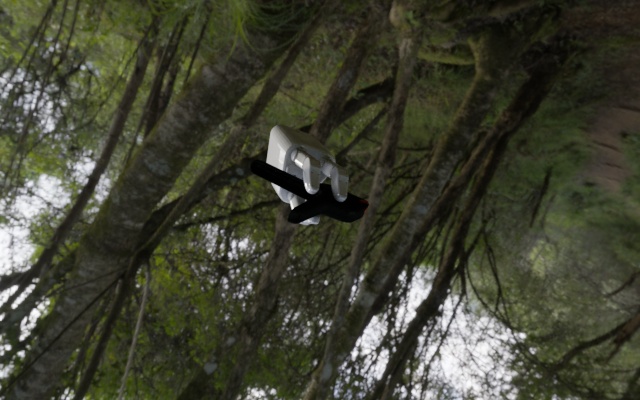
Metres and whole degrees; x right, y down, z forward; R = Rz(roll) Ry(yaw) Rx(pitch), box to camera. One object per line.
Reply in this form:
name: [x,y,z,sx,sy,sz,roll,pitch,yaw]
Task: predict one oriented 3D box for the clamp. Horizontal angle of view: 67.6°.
clamp: [0.000,0.003,0.769,0.210,0.036,0.164,15,24,-31]
